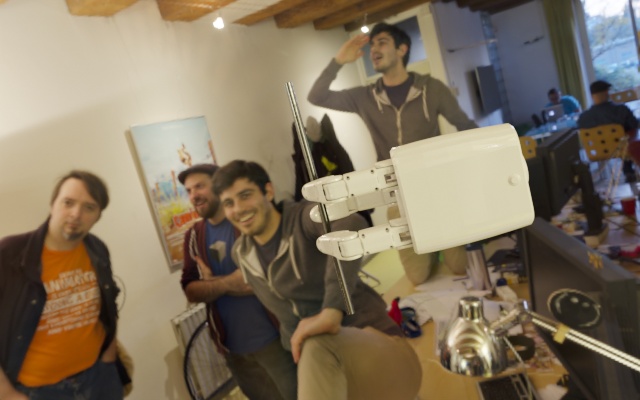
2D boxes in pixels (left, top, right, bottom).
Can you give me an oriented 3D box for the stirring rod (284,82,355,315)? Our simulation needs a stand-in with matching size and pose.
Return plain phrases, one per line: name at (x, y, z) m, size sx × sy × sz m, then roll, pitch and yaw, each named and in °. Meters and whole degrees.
stirring rod at (0.000, 0.002, 0.477) m, size 0.011 × 0.239 × 0.011 m, roll -15°, pitch 8°, yaw 2°
